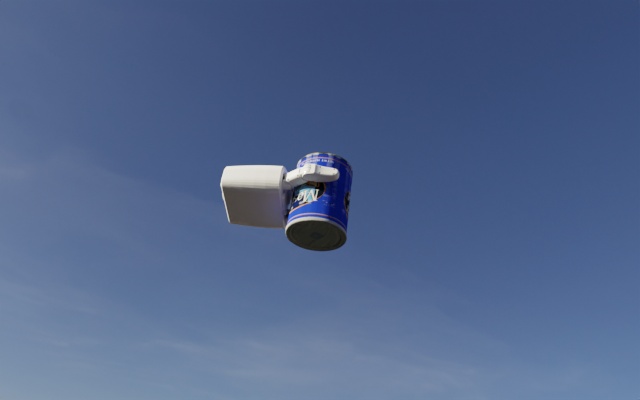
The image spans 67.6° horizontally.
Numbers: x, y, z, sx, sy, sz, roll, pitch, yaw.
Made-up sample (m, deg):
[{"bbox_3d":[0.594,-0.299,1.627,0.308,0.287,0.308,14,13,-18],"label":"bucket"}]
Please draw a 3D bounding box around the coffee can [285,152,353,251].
[{"bbox_3d":[0.000,0.003,0.829,0.103,0.140,0.103,5,-34,4],"label":"coffee can"}]
